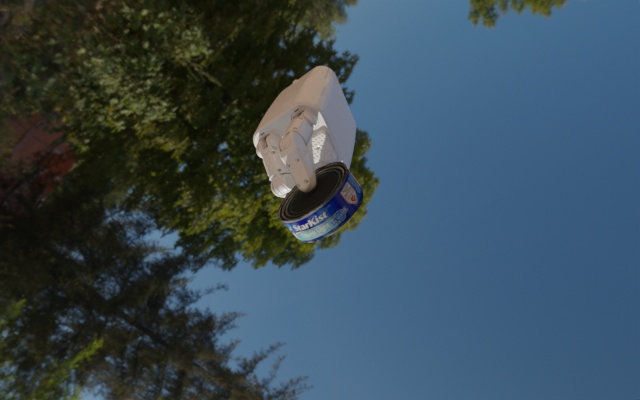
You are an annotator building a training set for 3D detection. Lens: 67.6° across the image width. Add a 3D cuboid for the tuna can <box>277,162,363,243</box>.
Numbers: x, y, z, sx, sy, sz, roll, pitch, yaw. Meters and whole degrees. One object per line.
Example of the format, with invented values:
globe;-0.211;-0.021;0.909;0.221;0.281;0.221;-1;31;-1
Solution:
tuna can;0.000;0.002;0.482;0.086;0.034;0.086;-32;24;16
